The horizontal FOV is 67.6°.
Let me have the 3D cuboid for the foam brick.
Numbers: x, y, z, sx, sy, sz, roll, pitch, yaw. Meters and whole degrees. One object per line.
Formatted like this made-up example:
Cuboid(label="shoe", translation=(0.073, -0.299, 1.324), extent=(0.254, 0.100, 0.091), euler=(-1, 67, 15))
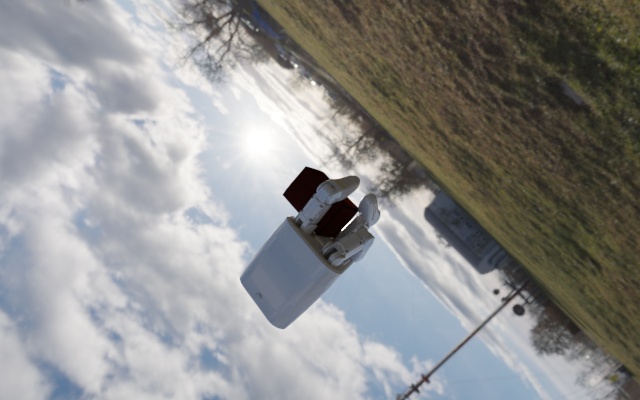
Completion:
Cuboid(label="foam brick", translation=(0.000, 0.002, 0.615), extent=(0.078, 0.051, 0.053), euler=(47, 15, 25))
